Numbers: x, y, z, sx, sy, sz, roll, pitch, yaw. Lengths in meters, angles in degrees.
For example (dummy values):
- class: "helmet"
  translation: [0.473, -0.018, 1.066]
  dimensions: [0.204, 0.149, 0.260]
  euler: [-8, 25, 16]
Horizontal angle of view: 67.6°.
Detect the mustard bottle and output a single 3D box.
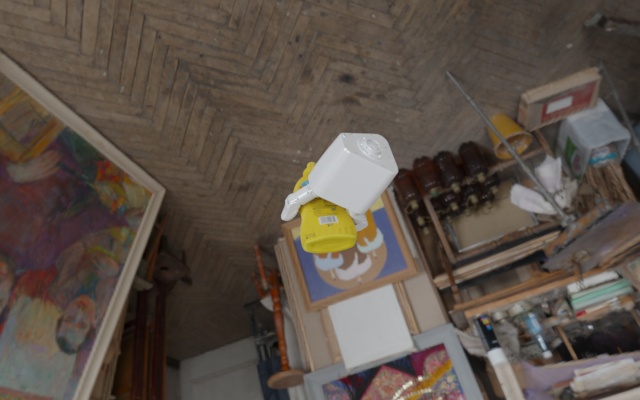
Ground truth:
- class: "mustard bottle"
  translation: [0.000, 0.003, 0.876]
  dimensions: [0.096, 0.191, 0.058]
  euler: [-6, -38, -10]
